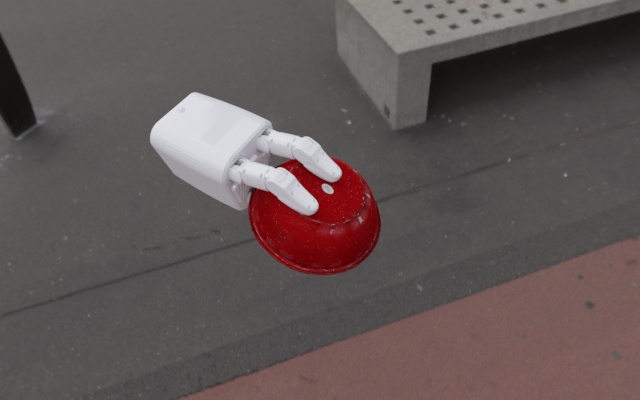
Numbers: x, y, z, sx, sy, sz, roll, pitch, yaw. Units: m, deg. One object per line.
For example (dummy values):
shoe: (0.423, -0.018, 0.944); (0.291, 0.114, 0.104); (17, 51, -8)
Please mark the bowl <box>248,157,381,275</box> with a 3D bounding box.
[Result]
bowl: (0.001, 0.002, 0.550); (0.162, 0.162, 0.055); (0, -33, -15)
